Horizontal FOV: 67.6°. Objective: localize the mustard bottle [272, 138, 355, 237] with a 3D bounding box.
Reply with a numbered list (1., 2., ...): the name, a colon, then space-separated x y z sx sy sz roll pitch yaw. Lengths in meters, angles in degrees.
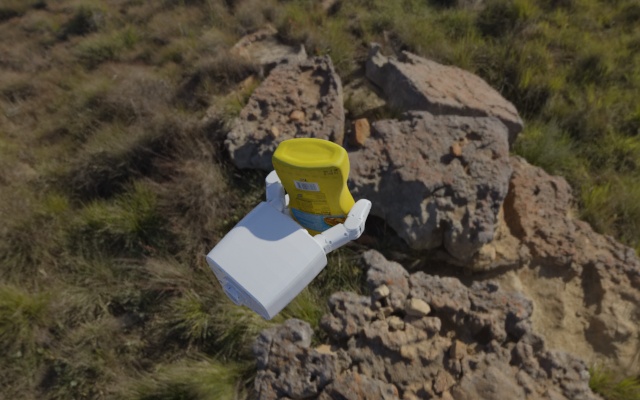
1. mustard bottle: 0.000 0.002 0.664 0.096 0.058 0.192 7 -39 19
